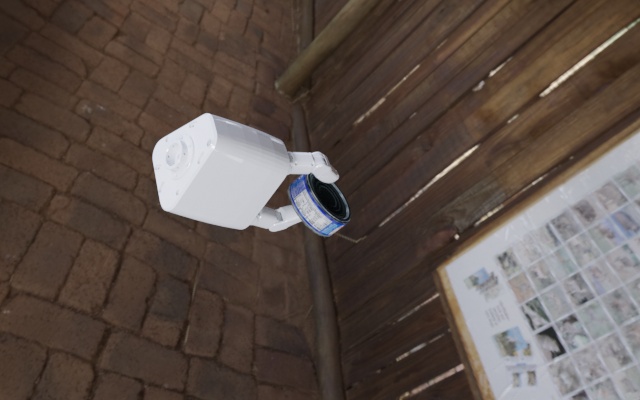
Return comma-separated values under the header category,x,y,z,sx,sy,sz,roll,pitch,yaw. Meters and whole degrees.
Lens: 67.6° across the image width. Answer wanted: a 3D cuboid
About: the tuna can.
category,x,y,z,sx,sy,sz,roll,pitch,yaw
tuna can,0.001,0.002,0.611,0.034,0.086,0.086,-37,-17,24
